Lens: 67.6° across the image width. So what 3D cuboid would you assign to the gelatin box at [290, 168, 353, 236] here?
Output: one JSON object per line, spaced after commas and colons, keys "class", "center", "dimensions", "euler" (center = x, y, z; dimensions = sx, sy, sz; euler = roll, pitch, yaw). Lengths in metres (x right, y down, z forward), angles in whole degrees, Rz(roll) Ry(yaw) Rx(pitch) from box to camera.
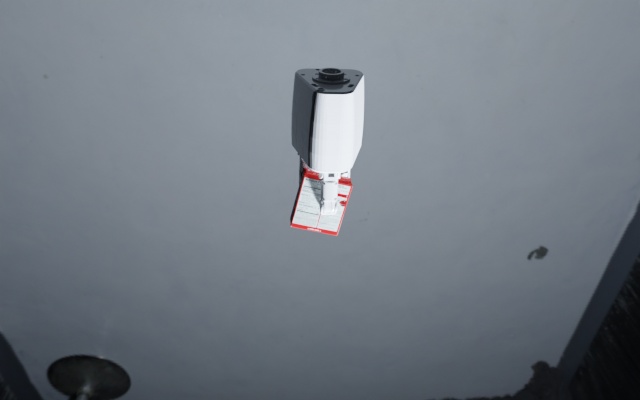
{"class": "gelatin box", "center": [0.000, 0.003, 0.705], "dimensions": [0.073, 0.089, 0.030], "euler": [11, 24, -10]}
